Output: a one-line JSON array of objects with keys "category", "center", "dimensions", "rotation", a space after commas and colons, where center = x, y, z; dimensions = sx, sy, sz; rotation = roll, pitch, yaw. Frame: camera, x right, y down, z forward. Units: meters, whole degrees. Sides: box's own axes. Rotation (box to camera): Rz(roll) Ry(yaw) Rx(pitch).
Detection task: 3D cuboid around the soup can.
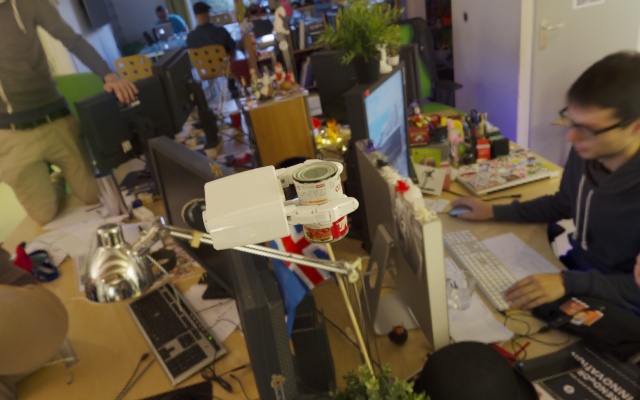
[{"category": "soup can", "center": [0.001, 0.002, 0.694], "dimensions": [0.068, 0.102, 0.068], "rotation": [-8, 27, 4]}]
